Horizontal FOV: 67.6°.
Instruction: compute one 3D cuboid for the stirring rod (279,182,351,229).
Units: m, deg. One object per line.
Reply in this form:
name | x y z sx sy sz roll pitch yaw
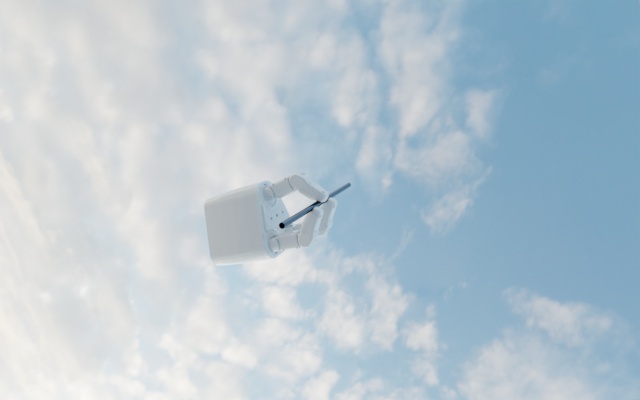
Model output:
stirring rod | 0.000 0.002 0.678 0.011 0.011 0.239 0 13 23
